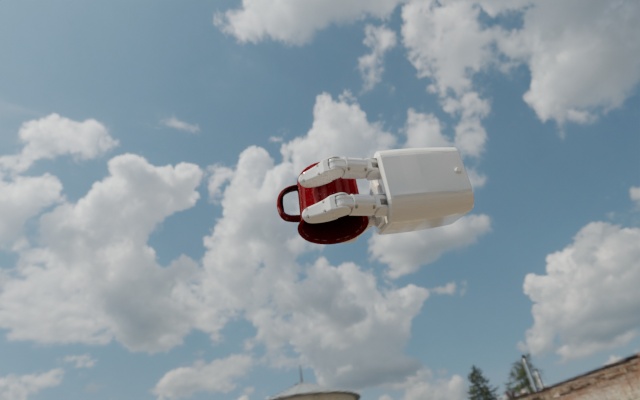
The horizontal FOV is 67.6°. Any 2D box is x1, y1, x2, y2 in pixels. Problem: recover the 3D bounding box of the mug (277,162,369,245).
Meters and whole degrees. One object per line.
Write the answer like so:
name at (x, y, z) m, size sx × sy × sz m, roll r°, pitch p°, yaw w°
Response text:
mug at (-0.001, 0.002, 0.638) m, size 0.117 × 0.081 × 0.093 m, roll -4°, pitch -34°, yaw -6°
